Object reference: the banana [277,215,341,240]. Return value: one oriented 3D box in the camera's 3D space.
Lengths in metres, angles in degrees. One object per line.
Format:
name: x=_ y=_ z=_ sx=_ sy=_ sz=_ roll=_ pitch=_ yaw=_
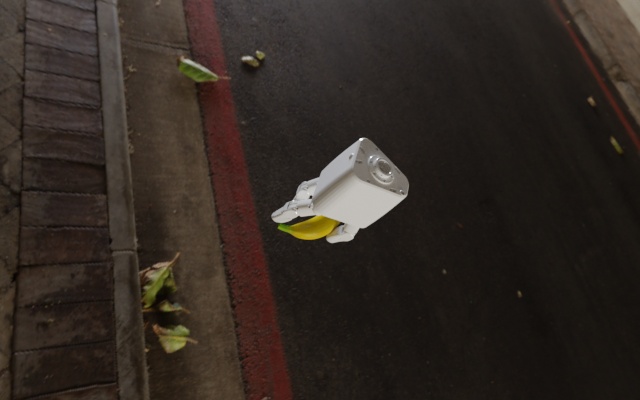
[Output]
banana: x=0.010 y=0.019 z=0.866 sx=0.197 sy=0.069 sz=0.037 roll=-37 pitch=-2 yaw=-43
